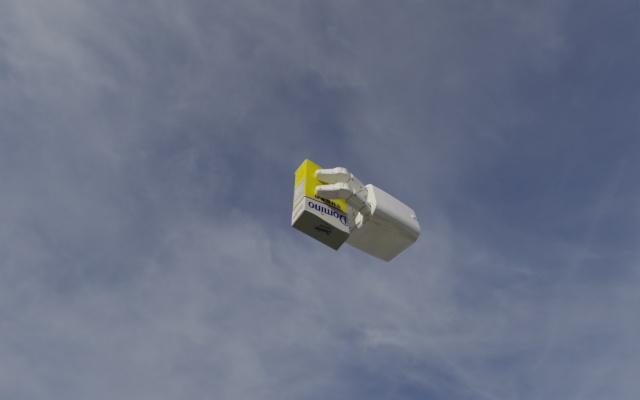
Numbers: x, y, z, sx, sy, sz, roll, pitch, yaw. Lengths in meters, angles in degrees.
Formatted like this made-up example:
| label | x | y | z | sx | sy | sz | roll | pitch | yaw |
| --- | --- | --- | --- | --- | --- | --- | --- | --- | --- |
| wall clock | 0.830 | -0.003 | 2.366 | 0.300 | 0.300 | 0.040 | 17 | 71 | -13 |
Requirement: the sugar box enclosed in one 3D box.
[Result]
| label | x | y | z | sx | sy | sz | roll | pitch | yaw |
| --- | --- | --- | --- | --- | --- | --- | --- | --- | --- |
| sugar box | 0.001 | 0.002 | 0.838 | 0.093 | 0.048 | 0.176 | 30 | 25 | -19 |
